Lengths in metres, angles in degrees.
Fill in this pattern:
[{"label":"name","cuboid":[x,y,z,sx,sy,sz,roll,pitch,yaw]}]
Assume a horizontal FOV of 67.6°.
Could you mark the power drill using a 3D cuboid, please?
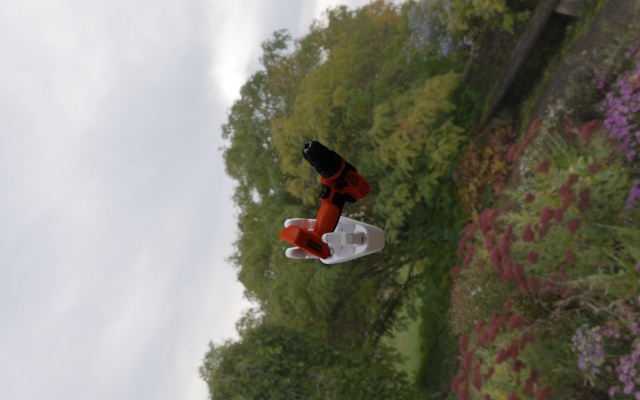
[{"label":"power drill","cuboid":[0.000,0.003,0.885,0.057,0.187,0.184,21,-10,48]}]
